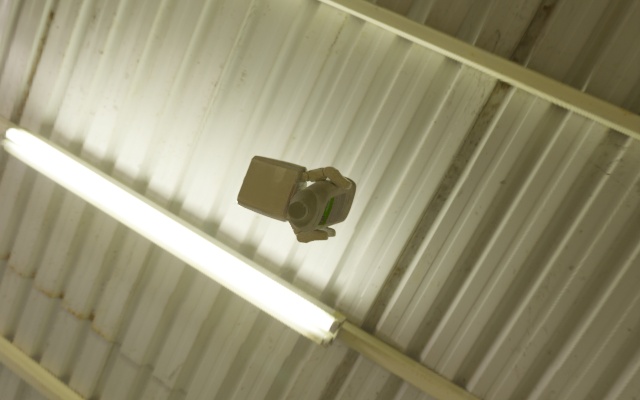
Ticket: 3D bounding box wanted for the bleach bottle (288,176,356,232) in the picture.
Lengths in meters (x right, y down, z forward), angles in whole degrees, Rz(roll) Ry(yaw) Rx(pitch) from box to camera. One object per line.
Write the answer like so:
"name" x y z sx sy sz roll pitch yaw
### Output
"bleach bottle" 0.000 0.003 0.897 0.068 0.102 0.251 18 8 16
